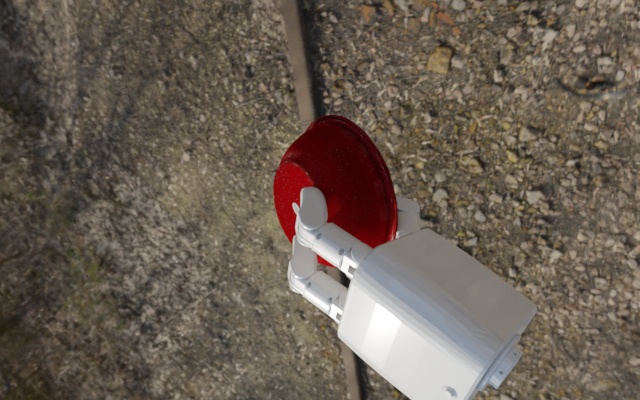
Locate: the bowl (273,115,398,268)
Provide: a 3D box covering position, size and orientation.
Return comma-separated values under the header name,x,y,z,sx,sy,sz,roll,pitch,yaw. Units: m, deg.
name,x,y,z,sx,sy,sz,roll,pitch,yaw
bowl,-0.001,0.001,0.463,0.055,0.162,0.162,-16,9,-31
